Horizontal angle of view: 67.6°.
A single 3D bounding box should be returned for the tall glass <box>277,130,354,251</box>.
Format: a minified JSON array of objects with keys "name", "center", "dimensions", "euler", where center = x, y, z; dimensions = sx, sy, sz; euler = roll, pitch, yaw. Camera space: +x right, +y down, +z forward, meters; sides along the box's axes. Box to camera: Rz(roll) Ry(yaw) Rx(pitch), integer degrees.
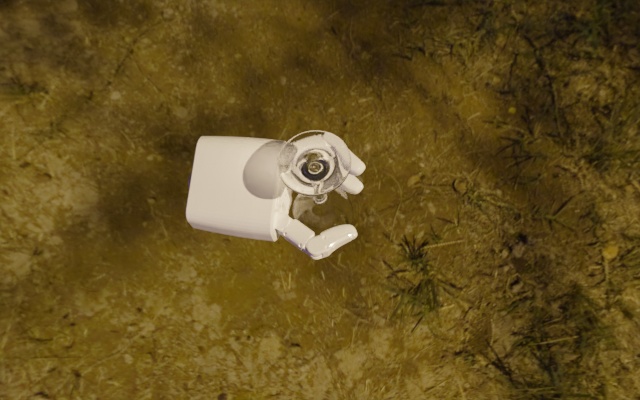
[{"name":"tall glass","center":[0.000,0.002,0.565],"dimensions":[0.079,0.079,0.201],"euler":[0,-24,5]}]
